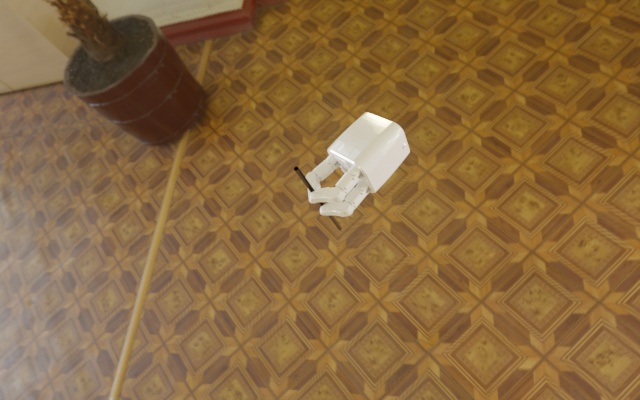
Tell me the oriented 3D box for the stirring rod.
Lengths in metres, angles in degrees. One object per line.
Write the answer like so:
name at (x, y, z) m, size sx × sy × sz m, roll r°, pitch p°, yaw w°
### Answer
stirring rod at (0.000, 0.003, 0.869) m, size 0.011 × 0.011 × 0.240 m, roll 0°, pitch -27°, yaw 22°
